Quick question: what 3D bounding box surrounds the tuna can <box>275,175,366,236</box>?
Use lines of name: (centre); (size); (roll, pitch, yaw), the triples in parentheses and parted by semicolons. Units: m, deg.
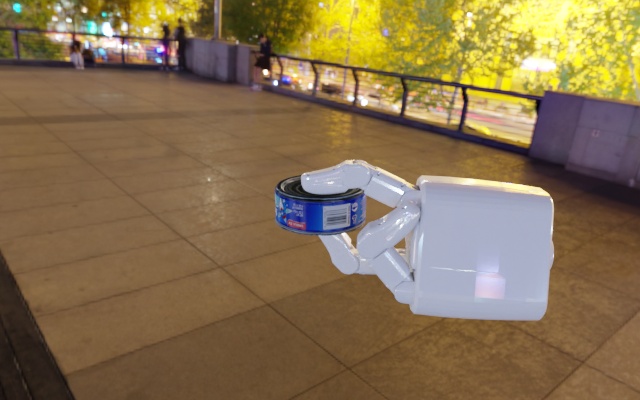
tuna can: (0.000, 0.001, 0.445); (0.086, 0.034, 0.086); (0, 19, 0)
